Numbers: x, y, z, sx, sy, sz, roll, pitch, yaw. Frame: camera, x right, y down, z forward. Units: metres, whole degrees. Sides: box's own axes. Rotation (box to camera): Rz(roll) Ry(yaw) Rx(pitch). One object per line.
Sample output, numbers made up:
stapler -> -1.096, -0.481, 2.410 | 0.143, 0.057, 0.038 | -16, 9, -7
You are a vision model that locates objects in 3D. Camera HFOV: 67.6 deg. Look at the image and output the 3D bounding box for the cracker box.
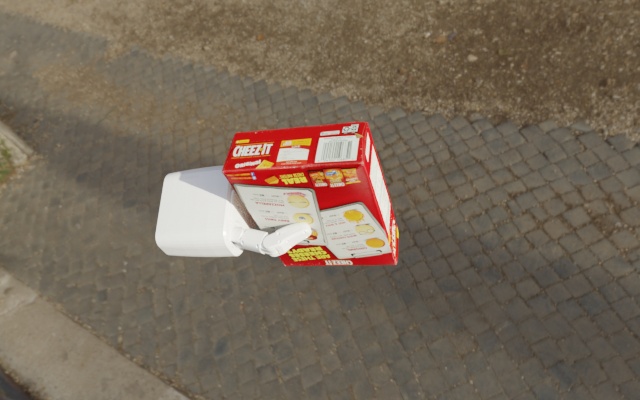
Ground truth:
cracker box -> 0.000, 0.002, 0.599 | 0.164, 0.072, 0.214 | -3, -37, 18
